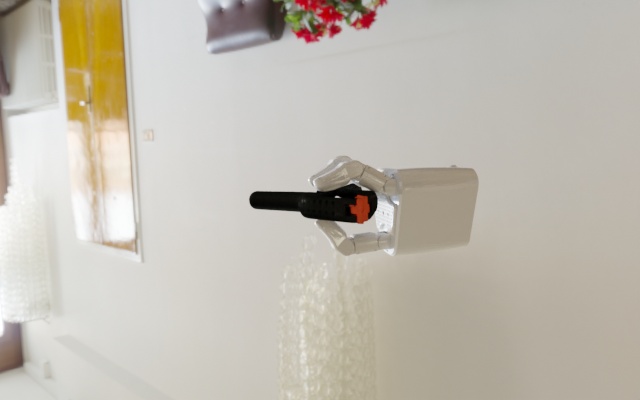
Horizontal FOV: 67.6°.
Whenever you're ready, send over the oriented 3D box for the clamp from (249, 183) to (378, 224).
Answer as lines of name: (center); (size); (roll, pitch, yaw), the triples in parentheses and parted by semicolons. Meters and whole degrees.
clamp: (0.000, 0.003, 0.590); (0.164, 0.036, 0.210); (-6, 7, -12)
